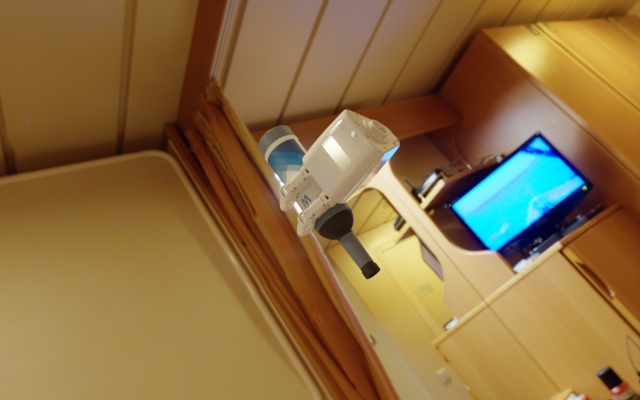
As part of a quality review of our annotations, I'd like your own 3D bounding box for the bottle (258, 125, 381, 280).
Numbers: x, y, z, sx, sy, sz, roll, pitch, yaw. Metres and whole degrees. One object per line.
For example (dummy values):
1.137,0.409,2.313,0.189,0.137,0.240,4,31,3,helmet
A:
0.000,0.002,0.780,0.069,0.295,0.069,-30,-23,-14,bottle
